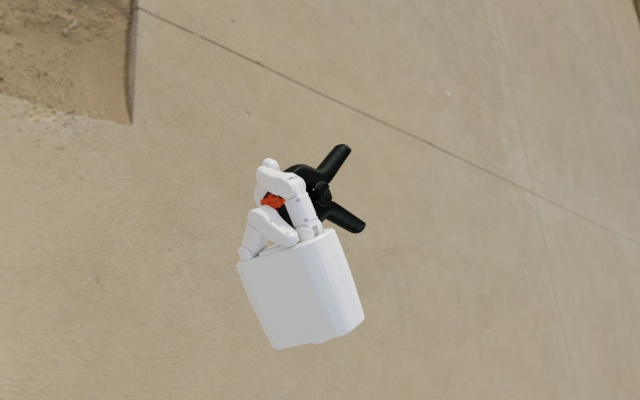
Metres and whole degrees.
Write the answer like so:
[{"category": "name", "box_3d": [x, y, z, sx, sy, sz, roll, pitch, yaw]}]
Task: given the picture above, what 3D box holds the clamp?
[{"category": "clamp", "box_3d": [0.000, 0.002, 0.587, 0.039, 0.120, 0.171, -18, 4, 43]}]
